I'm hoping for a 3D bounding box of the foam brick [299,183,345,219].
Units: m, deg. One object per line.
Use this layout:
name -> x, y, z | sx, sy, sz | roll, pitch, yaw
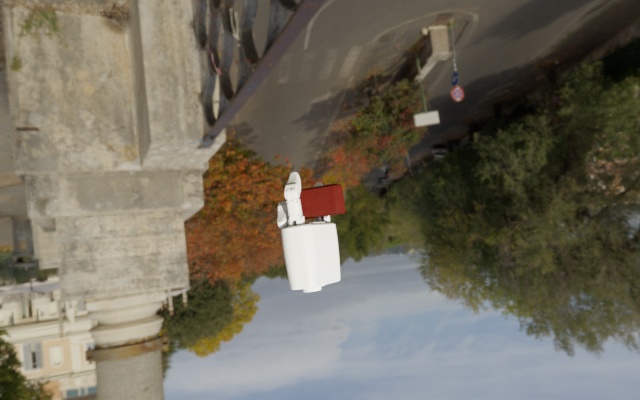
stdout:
foam brick -> 0.000, 0.003, 0.840 | 0.078, 0.051, 0.053 | -9, -6, 14
